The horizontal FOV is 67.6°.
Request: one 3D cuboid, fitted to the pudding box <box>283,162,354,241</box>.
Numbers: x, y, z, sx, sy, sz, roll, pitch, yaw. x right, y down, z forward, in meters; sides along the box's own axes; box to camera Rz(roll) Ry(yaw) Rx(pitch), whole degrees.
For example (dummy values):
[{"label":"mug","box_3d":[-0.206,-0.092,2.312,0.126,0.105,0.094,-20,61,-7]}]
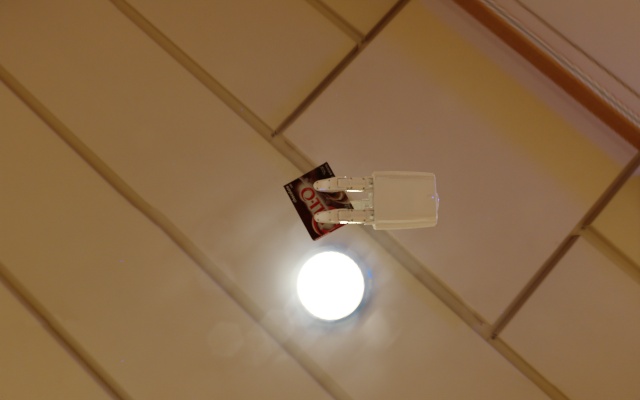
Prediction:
[{"label":"pudding box","box_3d":[0.000,0.003,0.843,0.090,0.113,0.039,-29,-10,-1]}]
